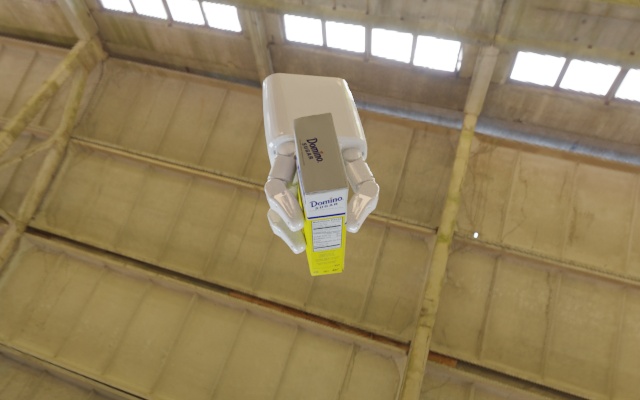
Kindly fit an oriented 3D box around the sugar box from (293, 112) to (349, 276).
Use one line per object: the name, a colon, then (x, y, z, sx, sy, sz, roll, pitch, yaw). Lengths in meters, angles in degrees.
sugar box: (0.000, 0.002, 0.507, 0.048, 0.093, 0.176, -9, -33, -2)
